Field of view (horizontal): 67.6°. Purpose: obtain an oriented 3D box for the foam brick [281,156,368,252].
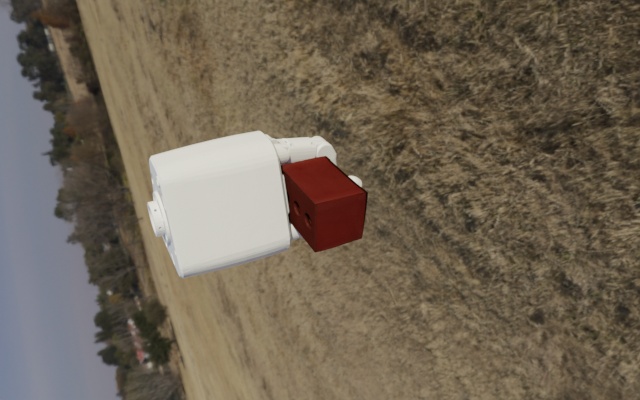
[{"bbox_3d":[0.000,0.001,0.442,0.051,0.053,0.078,-15,36,-25],"label":"foam brick"}]
